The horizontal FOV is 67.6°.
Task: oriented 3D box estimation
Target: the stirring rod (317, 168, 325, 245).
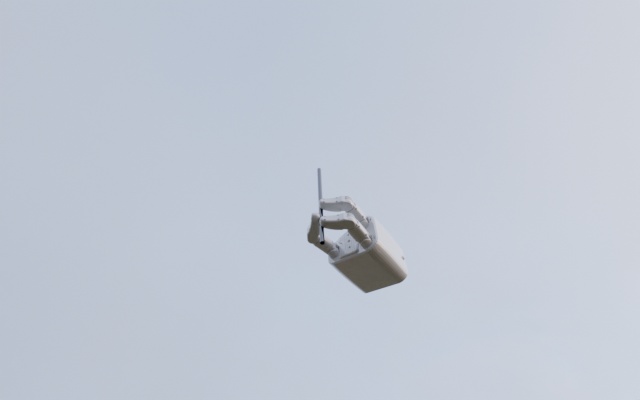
[{"bbox_3d":[0.000,0.003,0.874,0.011,0.011,0.239,0,33,-2],"label":"stirring rod"}]
